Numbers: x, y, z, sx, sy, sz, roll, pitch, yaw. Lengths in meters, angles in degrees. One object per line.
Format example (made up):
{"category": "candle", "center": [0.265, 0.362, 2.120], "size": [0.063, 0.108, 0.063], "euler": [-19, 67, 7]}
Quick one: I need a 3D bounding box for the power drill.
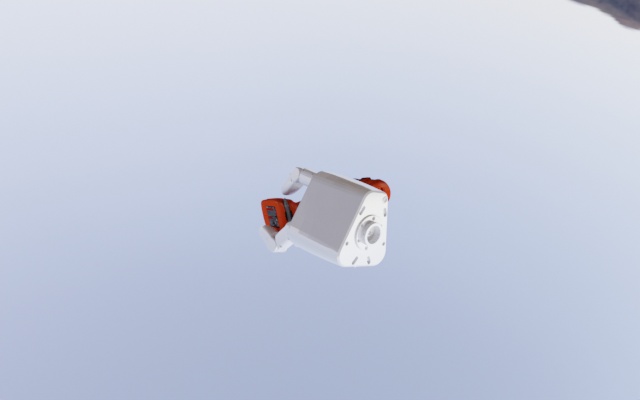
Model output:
{"category": "power drill", "center": [0.000, 0.003, 0.797], "size": [0.187, 0.057, 0.184], "euler": [-16, 5, -20]}
